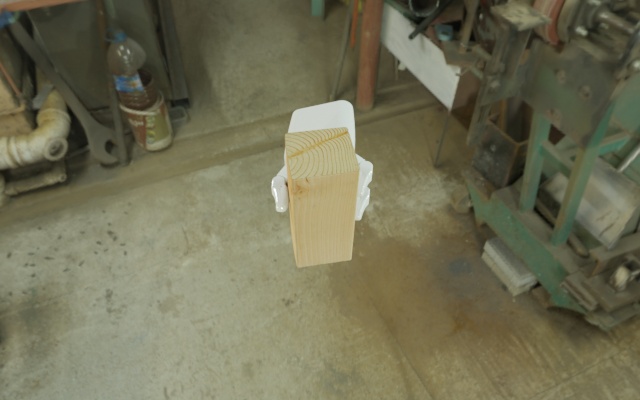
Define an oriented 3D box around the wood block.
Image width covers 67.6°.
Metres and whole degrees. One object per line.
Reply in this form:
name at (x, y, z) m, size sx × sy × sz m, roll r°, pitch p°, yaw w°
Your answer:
wood block at (0.000, 0.002, 0.708) m, size 0.091 × 0.090 × 0.206 m, roll -7°, pitch -40°, yaw -6°
